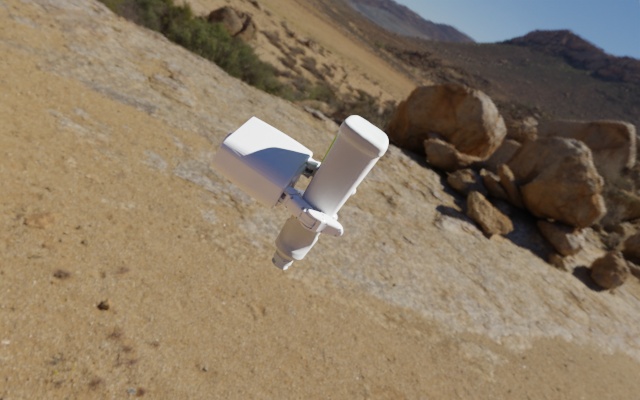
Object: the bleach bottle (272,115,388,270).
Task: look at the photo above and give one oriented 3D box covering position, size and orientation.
[{"bbox_3d":[0.000,0.002,0.682,0.068,0.251,0.102,34,21,0],"label":"bleach bottle"}]
